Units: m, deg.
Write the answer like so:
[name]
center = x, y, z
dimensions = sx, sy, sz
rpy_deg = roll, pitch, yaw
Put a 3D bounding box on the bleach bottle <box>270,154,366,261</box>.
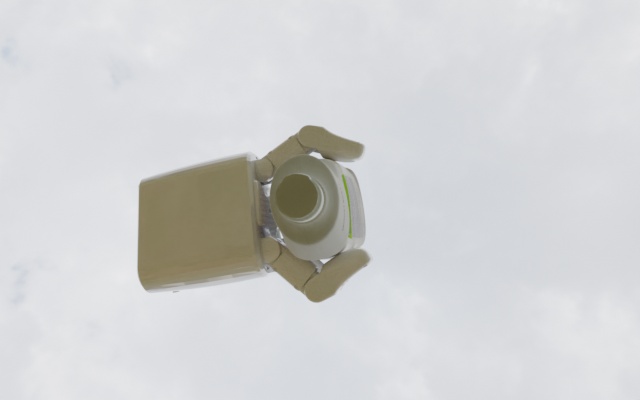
[bleach bottle]
center = 0.000, 0.001, 0.426
dimensions = 0.068, 0.102, 0.251
rpy_deg = -11, -7, 6
